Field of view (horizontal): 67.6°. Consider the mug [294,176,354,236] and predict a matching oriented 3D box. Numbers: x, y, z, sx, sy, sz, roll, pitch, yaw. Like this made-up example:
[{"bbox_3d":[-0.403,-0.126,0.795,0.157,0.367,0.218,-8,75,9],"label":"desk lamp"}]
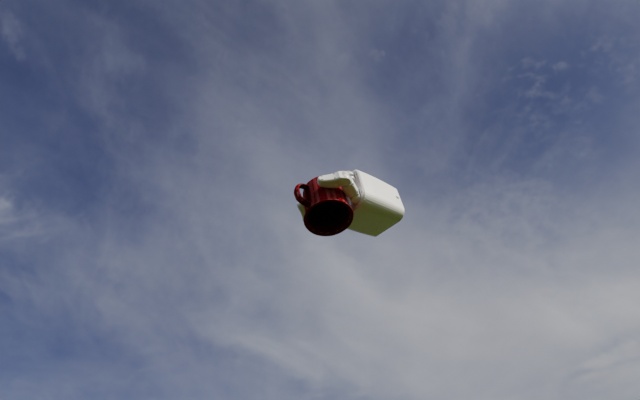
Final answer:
[{"bbox_3d":[-0.001,0.002,0.898,0.117,0.093,0.081,22,34,-26],"label":"mug"}]
